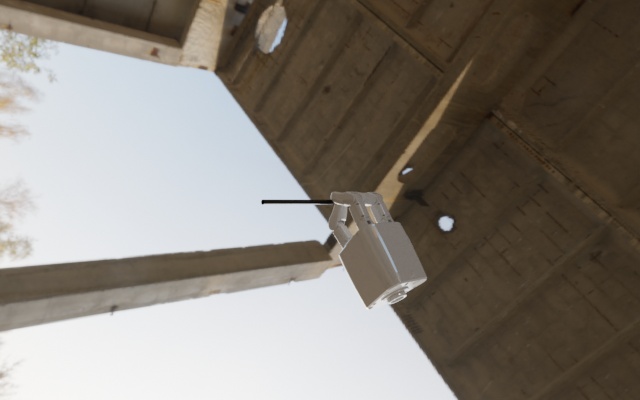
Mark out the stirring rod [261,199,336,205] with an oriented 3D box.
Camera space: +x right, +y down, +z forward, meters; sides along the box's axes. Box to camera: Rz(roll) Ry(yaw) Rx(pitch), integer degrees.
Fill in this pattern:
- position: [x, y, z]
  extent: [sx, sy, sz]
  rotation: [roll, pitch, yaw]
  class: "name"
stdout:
- position: [0.000, 0.003, 0.793]
  extent: [0.239, 0.011, 0.011]
  rotation: [0, 0, -44]
  class: "stirring rod"
